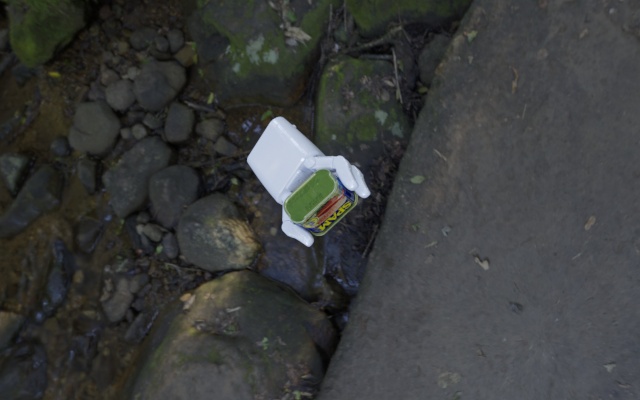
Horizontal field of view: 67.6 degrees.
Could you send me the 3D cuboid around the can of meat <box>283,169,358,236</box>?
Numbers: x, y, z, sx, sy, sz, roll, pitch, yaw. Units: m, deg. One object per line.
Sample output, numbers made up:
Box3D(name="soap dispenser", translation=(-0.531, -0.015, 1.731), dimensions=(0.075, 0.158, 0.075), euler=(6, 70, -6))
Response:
Box3D(name="can of meat", translation=(0.000, 0.003, 0.772), dimensions=(0.102, 0.057, 0.084), euler=(-42, -28, 8))
